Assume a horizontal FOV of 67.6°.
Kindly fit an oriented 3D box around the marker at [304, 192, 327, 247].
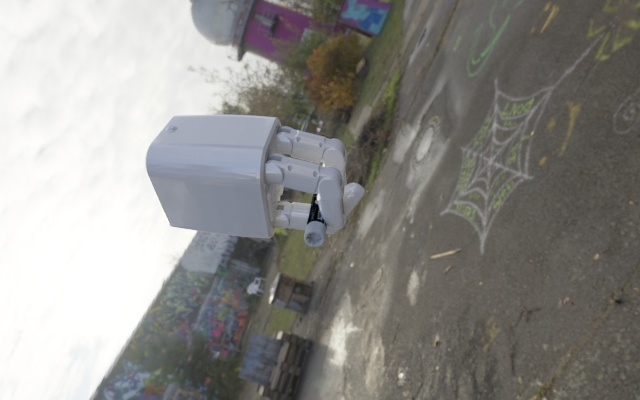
[{"bbox_3d":[0.000,0.002,0.473,0.020,0.020,0.121,0,33,6],"label":"marker"}]
